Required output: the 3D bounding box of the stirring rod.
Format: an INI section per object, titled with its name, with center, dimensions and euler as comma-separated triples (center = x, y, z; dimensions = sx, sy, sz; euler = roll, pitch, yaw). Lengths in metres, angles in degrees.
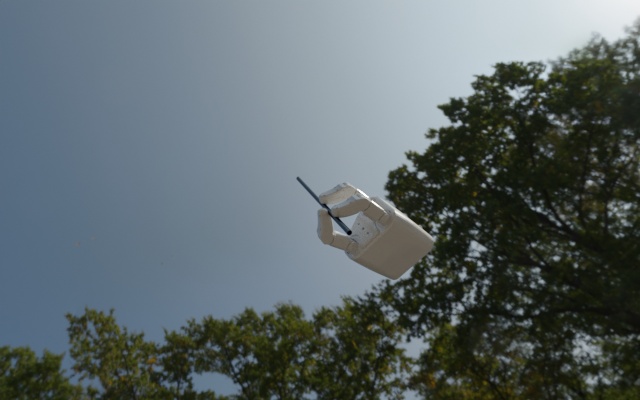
[stirring rod]
center = 0.000, 0.003, 0.787
dimensions = 0.011, 0.011, 0.239
euler = 0, 21, -22
